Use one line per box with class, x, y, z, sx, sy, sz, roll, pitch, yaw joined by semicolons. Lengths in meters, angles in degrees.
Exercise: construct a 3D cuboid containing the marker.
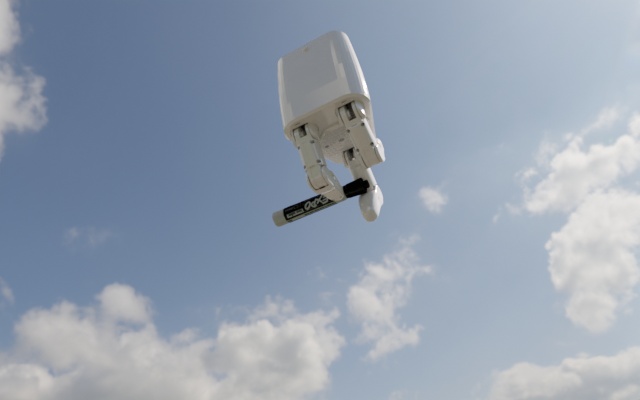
marker;0.000;0.002;0.552;0.121;0.020;0.020;-22;-7;18
